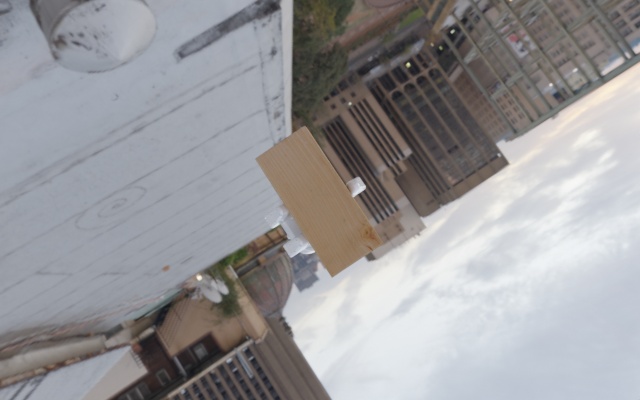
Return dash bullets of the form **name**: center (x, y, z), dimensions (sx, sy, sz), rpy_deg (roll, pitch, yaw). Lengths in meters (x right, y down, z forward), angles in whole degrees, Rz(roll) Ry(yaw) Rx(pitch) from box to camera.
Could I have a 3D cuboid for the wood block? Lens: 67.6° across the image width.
- **wood block**: center (0.000, 0.002, 0.727), dimensions (0.091, 0.206, 0.090), rpy_deg (-34, -6, 2)
